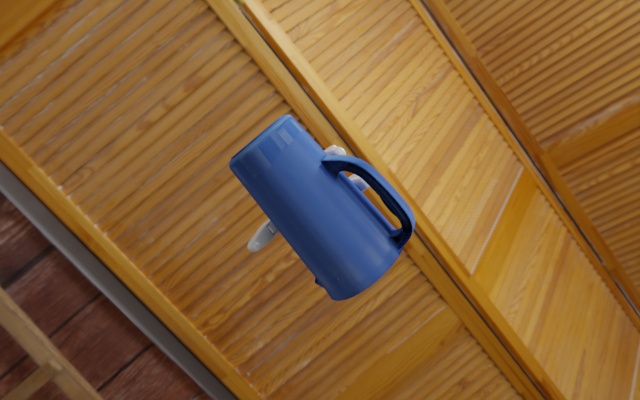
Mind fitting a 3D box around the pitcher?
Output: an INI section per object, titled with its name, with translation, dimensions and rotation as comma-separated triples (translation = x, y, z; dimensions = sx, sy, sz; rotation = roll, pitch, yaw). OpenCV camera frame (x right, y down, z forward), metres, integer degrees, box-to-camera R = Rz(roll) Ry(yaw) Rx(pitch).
[pitcher]
translation = 0.000, 0.002, 0.646
dimensions = 0.149, 0.243, 0.145
rotation = -42, 11, -11
